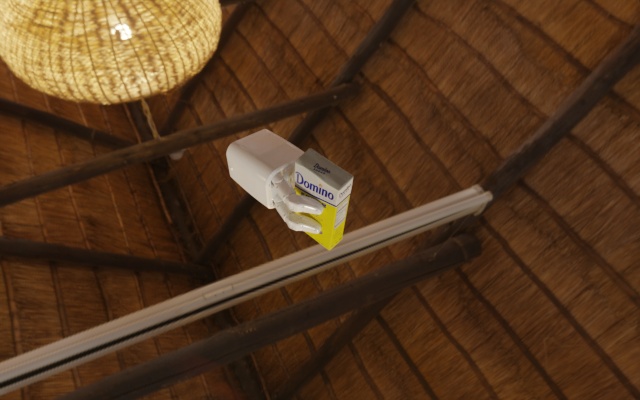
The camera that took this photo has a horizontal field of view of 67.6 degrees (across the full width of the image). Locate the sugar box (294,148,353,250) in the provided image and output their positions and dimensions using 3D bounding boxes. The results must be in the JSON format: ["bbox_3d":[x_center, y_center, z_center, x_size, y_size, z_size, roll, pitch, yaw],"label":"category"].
[{"bbox_3d":[0.000,0.003,0.815,0.093,0.048,0.176,35,-30,21],"label":"sugar box"}]
